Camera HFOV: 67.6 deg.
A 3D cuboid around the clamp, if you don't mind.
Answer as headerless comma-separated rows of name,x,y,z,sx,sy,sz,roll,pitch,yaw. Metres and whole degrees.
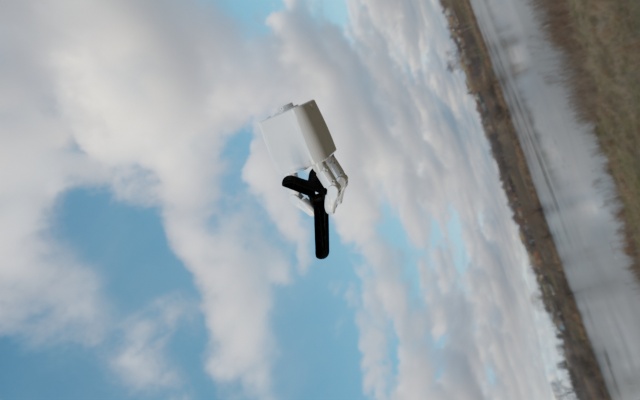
clamp,-0.001,0.003,0.900,0.036,0.164,0.210,-15,15,23
